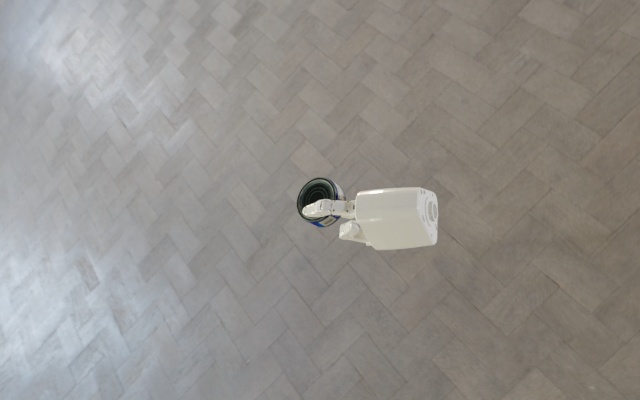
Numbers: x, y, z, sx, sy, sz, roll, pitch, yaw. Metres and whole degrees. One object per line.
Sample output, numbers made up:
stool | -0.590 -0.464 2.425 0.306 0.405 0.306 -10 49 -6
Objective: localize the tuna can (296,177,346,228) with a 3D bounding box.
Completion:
tuna can | 0.000 0.003 0.844 0.086 0.086 0.034 0 -18 34
